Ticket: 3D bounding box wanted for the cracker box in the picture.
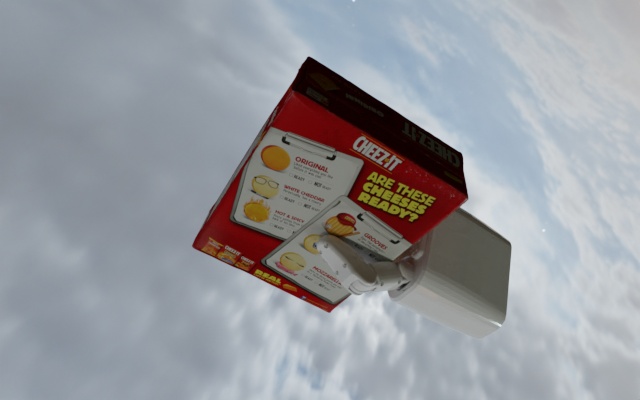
[{"bbox_3d":[0.000,0.002,0.445,0.164,0.072,0.214,29,-50,-14],"label":"cracker box"}]
